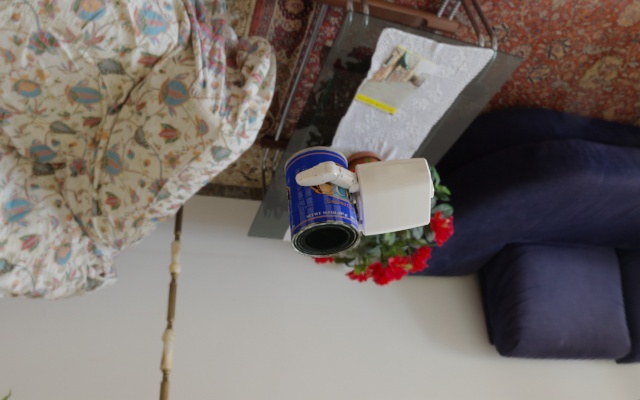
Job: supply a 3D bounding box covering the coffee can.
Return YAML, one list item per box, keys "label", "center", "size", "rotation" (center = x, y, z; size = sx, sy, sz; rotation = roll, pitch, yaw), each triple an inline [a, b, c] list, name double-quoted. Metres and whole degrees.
- label: "coffee can"
  center: [0.000, 0.002, 0.738]
  size: [0.103, 0.140, 0.103]
  rotation: [-5, -34, -4]
